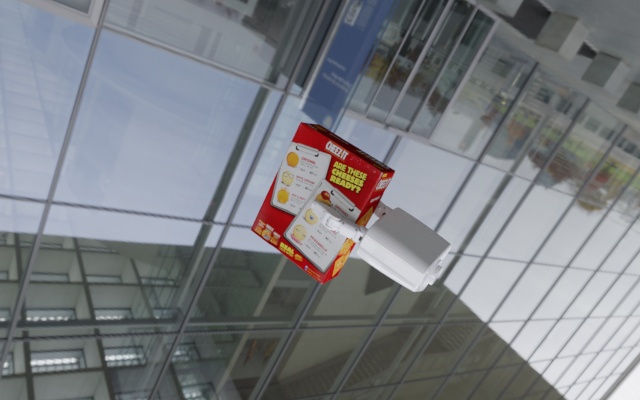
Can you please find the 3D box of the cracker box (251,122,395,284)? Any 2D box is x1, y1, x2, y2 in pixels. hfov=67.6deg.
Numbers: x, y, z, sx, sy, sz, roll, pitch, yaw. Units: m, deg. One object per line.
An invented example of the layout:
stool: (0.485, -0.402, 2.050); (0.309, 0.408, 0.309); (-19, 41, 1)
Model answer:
cracker box: (0.000, 0.003, 0.794); (0.164, 0.214, 0.072); (34, 20, 20)
